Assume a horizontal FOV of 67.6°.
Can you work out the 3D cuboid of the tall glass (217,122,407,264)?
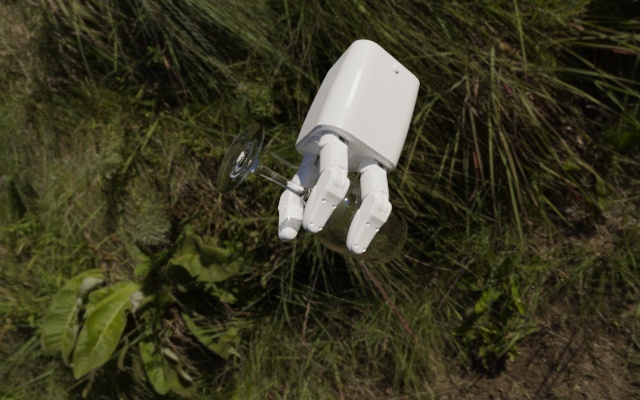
[{"bbox_3d":[-0.001,0.001,0.488,0.201,0.079,0.079,29,-16,-31],"label":"tall glass"}]
